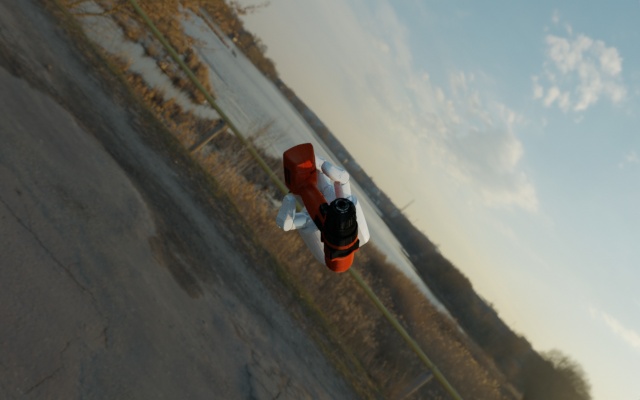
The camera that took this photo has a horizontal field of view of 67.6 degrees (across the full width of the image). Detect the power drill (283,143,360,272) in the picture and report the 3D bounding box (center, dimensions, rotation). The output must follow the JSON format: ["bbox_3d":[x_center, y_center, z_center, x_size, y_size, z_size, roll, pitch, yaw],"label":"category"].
[{"bbox_3d":[0.000,0.002,0.742,0.057,0.187,0.185,-19,-30,-13],"label":"power drill"}]
